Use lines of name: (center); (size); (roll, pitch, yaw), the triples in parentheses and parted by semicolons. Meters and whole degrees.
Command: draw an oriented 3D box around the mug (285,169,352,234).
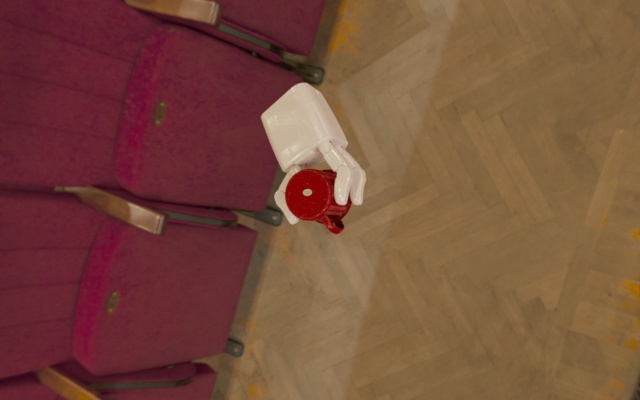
mug: (0.001, 0.004, 0.767); (0.093, 0.117, 0.081); (-32, -14, 19)
